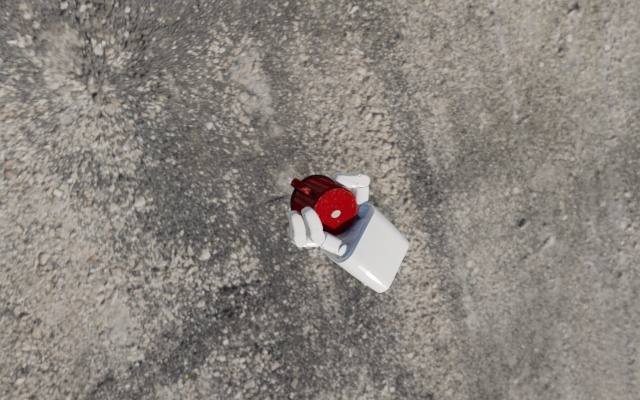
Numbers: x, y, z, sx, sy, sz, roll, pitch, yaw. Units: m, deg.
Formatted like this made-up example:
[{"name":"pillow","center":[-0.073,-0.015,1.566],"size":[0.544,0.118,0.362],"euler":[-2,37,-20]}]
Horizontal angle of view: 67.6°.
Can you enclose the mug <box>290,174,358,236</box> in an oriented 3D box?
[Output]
[{"name":"mug","center":[-0.001,0.002,0.773],"size":[0.117,0.093,0.081],"euler":[42,-7,-27]}]
